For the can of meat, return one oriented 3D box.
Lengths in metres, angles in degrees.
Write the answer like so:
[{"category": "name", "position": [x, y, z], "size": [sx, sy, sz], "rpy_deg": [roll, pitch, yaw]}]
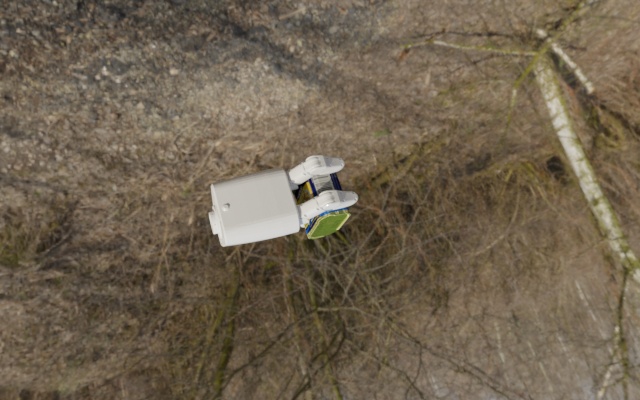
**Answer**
[{"category": "can of meat", "position": [0.000, 0.003, 0.727], "size": [0.057, 0.084, 0.102], "rpy_deg": [-11, -20, -20]}]
